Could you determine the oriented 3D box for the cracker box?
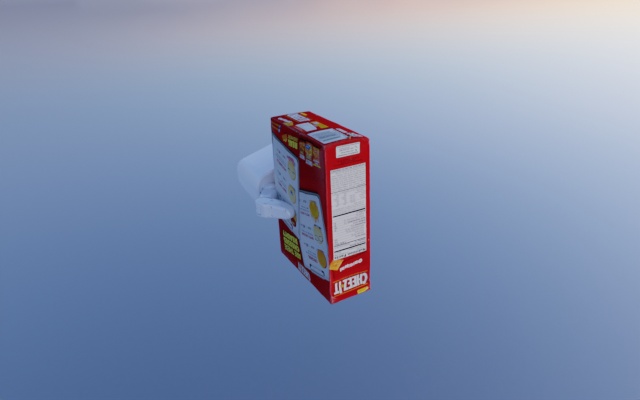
[{"bbox_3d":[0.000,0.002,0.642,0.072,0.214,0.164,-14,26,-24],"label":"cracker box"}]
